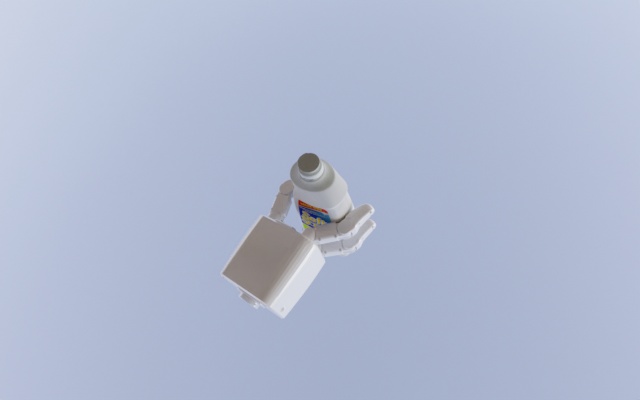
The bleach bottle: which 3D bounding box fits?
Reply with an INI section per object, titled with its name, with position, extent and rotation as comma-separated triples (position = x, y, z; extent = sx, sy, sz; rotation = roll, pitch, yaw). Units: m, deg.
[bleach bottle]
position = 0.000, 0.002, 0.694
extent = 0.102, 0.068, 0.251
rotation = 29, -16, 22
